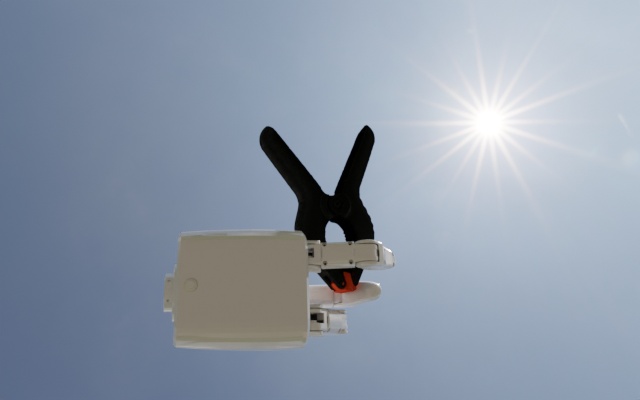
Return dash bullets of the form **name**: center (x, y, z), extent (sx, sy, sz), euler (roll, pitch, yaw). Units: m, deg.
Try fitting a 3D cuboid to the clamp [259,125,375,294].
- **clamp**: center (0.000, 0.002, 0.457), extent (0.120, 0.171, 0.039), euler (3, -18, -15)
